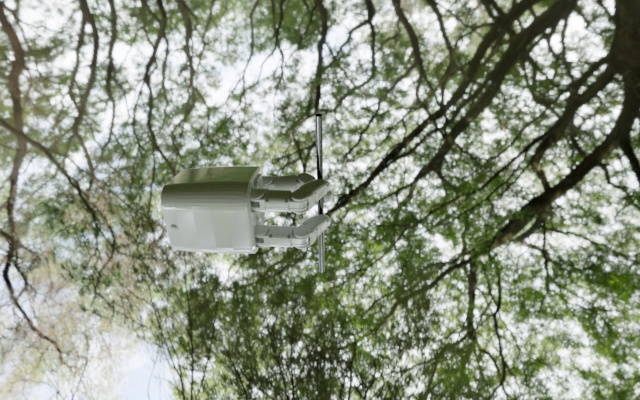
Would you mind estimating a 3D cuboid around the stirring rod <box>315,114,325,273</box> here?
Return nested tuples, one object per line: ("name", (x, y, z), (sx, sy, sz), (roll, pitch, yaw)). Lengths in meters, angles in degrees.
("stirring rod", (0.000, 0.002, 0.606), (0.011, 0.240, 0.011), (-1, 36, 1))
